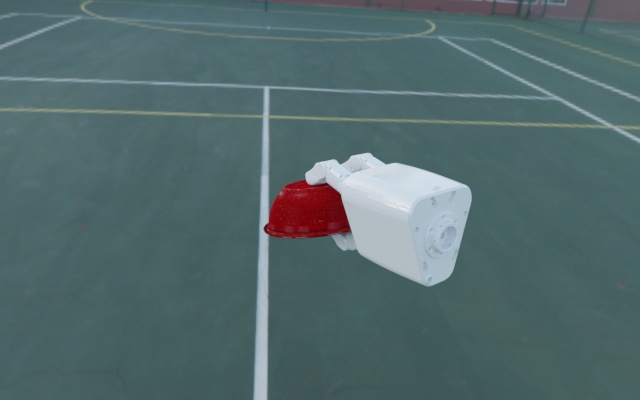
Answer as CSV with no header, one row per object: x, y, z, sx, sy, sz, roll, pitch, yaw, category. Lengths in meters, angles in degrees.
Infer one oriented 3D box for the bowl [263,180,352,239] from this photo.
-0.001,0.002,0.638,0.162,0.055,0.162,-8,10,1,bowl
